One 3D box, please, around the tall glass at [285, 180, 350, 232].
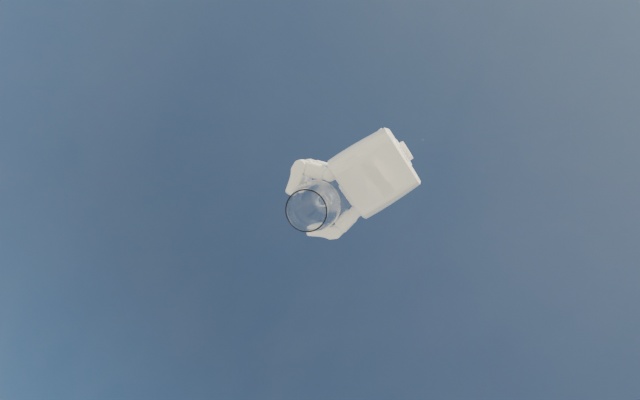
[{"bbox_3d":[0.000,0.003,0.766,0.079,0.079,0.201,0,7,12],"label":"tall glass"}]
